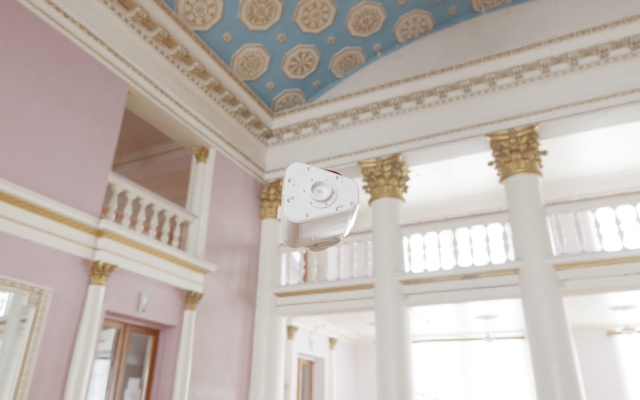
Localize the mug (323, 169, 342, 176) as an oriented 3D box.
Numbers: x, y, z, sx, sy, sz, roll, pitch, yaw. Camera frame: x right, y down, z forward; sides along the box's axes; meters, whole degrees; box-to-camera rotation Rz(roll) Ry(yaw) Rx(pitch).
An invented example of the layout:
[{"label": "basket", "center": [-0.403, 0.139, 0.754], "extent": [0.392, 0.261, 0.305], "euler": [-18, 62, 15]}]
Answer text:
[{"label": "mug", "center": [0.000, 0.003, 0.831], "extent": [0.093, 0.081, 0.117], "euler": [4, -23, -6]}]
